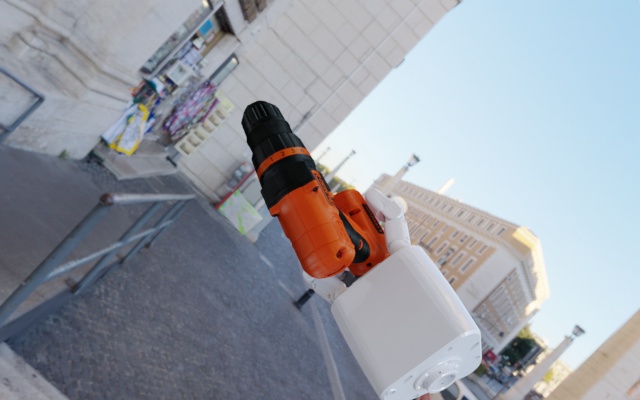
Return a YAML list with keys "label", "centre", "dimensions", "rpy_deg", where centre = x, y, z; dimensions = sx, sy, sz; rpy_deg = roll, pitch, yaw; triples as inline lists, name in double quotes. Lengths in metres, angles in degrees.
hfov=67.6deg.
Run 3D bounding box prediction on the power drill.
- label: "power drill"
  centre: [0.000, 0.002, 0.483]
  dimensions: [0.057, 0.184, 0.188]
  rpy_deg: [-32, -26, 14]
